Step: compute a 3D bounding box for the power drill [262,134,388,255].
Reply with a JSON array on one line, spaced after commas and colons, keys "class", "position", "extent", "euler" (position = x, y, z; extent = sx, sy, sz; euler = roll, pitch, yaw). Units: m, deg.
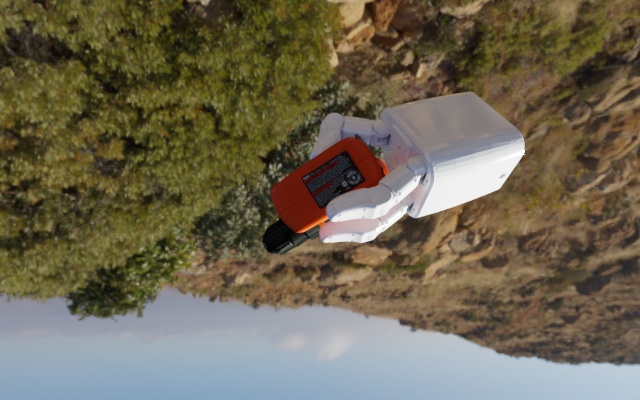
[{"class": "power drill", "position": [0.000, 0.002, 0.531], "extent": [0.184, 0.057, 0.187], "euler": [-35, -7, 1]}]
